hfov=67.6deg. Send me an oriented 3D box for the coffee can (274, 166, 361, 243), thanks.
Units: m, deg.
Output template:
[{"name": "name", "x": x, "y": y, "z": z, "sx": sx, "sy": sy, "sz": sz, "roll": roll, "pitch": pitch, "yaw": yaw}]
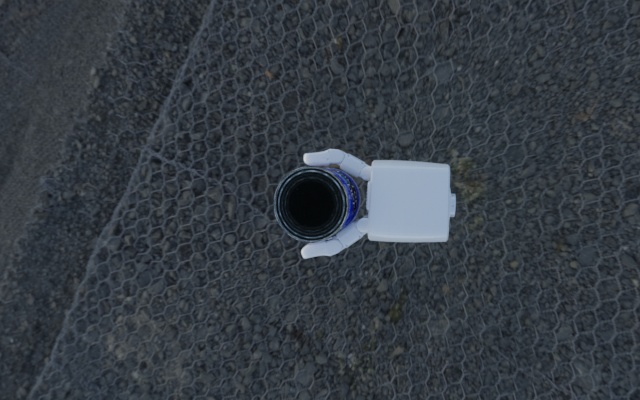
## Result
[{"name": "coffee can", "x": 0.000, "y": 0.002, "z": 0.698, "sx": 0.103, "sy": 0.103, "sz": 0.140, "roll": 0, "pitch": 3, "yaw": 11}]
